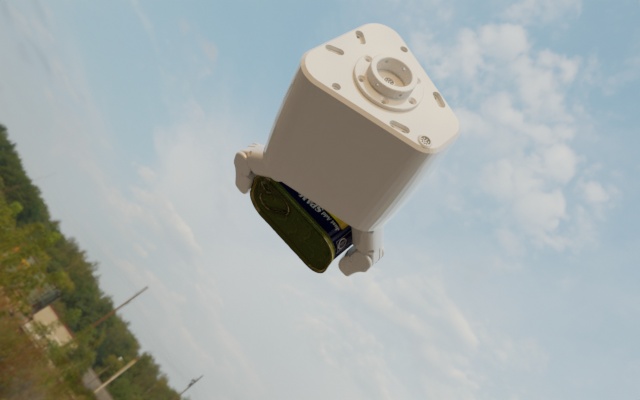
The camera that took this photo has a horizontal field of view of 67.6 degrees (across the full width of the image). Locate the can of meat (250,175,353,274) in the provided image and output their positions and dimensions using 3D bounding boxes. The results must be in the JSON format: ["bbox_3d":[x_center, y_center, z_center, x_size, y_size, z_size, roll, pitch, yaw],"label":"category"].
[{"bbox_3d":[0.000,0.001,0.443,0.084,0.102,0.057,-36,-16,-32],"label":"can of meat"}]
